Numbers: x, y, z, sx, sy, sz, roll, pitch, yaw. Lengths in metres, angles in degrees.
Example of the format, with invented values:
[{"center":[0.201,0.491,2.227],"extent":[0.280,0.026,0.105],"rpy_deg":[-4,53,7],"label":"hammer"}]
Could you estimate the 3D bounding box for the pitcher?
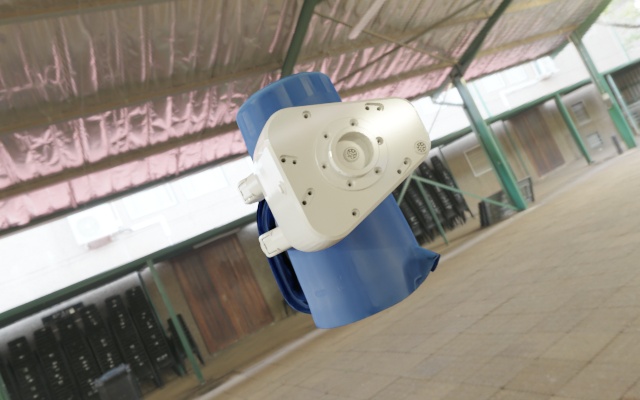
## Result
[{"center":[0.000,0.002,0.501],"extent":[0.149,0.243,0.145],"rpy_deg":[-24,-3,-10],"label":"pitcher"}]
